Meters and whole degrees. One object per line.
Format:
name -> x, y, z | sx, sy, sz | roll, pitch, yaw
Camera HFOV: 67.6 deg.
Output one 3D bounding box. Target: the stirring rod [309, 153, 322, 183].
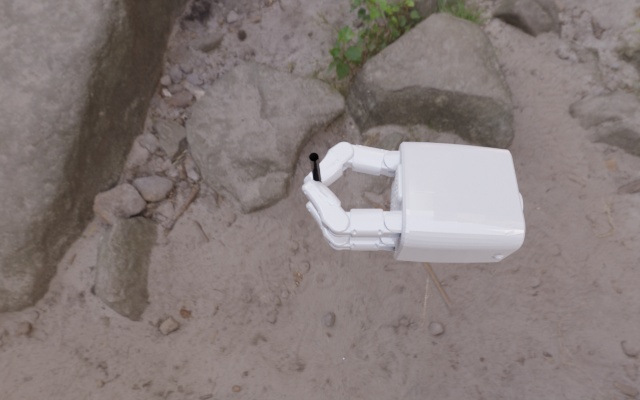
stirring rod -> 0.000, 0.002, 0.510 | 0.011, 0.011, 0.240 | 0, -18, 3
